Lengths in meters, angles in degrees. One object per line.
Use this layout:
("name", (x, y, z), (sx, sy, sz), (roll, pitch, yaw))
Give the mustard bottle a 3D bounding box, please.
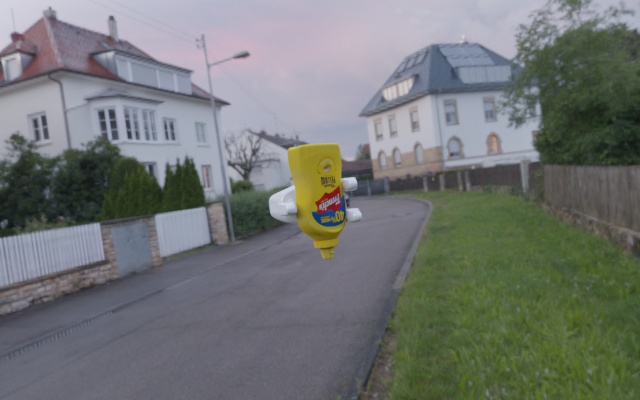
("mustard bottle", (0.000, 0.002, 0.798), (0.096, 0.191, 0.058), (-9, 3, -44))
